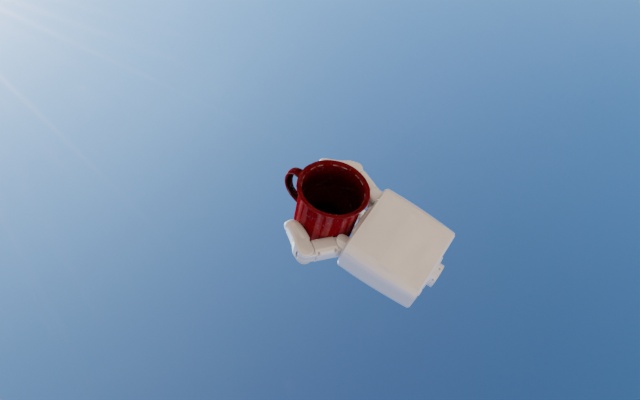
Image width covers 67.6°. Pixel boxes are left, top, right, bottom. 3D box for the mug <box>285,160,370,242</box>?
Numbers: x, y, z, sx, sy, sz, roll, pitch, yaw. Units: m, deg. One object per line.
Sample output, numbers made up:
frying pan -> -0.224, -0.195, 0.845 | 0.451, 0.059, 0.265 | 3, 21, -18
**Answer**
mug -> -0.001, 0.001, 0.623 | 0.117, 0.082, 0.093 | 33, 53, 14
